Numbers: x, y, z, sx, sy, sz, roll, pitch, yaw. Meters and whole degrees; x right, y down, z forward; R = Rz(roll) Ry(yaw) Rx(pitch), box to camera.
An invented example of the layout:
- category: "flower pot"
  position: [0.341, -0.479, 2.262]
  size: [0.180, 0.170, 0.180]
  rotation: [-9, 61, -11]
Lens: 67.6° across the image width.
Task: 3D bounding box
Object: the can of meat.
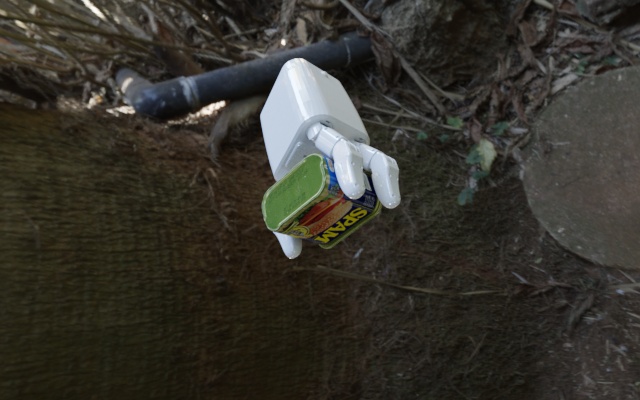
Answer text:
- category: "can of meat"
  position: [0.000, 0.002, 0.509]
  size: [0.084, 0.057, 0.102]
  rotation: [19, -46, -41]
